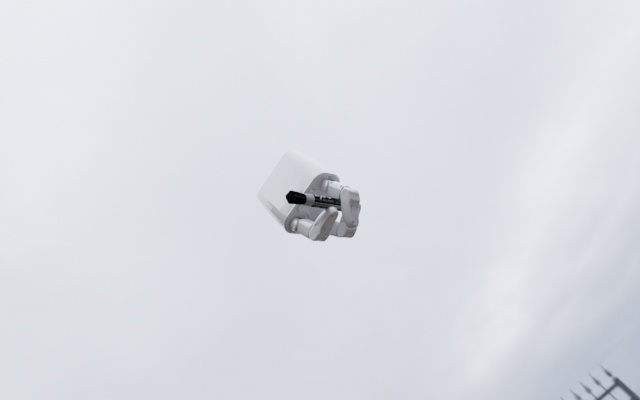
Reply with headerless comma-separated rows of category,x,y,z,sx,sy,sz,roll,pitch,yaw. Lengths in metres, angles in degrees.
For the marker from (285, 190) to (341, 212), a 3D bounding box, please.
marker,0.000,0.002,0.683,0.121,0.020,0.020,9,-6,-41
